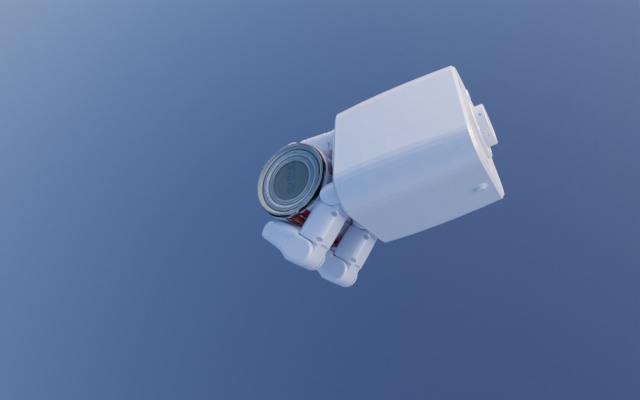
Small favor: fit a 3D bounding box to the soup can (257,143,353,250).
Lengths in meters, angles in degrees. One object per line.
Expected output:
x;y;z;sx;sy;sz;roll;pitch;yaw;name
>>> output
-0.001;0.001;0.424;0.068;0.068;0.102;0;-22;33;soup can
